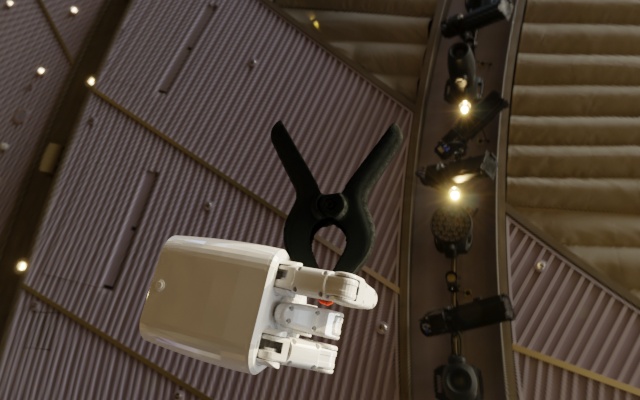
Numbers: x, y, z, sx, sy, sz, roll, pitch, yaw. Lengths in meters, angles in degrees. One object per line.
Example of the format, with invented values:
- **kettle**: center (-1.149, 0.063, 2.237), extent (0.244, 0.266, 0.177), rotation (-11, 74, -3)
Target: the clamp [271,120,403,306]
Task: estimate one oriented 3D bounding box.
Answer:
- **clamp**: center (0.000, 0.002, 0.421), extent (0.120, 0.171, 0.039), rotation (9, -19, 15)
